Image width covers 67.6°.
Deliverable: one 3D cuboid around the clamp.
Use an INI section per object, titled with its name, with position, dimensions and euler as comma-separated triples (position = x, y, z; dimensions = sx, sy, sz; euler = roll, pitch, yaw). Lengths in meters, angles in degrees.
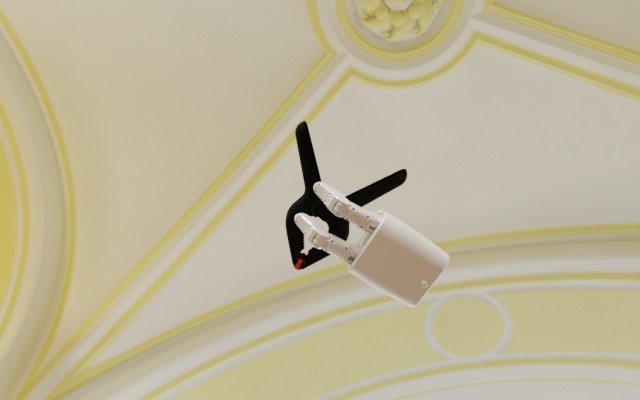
[clamp]
position = 0.000, 0.003, 0.680
dimensions = 0.164, 0.210, 0.036
euler = 33, 20, 2
